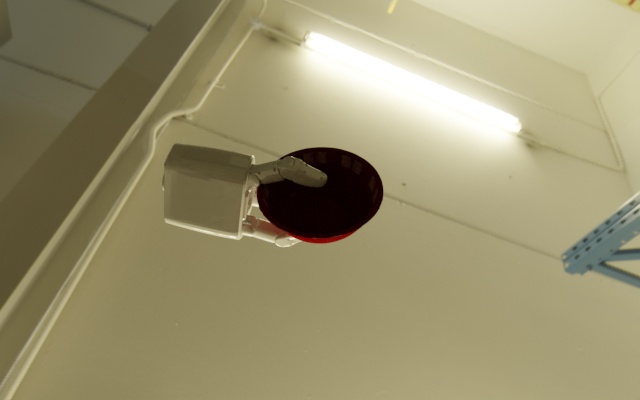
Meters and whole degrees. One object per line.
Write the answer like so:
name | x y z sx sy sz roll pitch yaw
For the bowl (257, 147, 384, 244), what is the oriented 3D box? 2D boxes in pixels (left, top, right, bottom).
bowl | 0.001 0.003 0.624 0.162 0.162 0.055 0 -43 3
